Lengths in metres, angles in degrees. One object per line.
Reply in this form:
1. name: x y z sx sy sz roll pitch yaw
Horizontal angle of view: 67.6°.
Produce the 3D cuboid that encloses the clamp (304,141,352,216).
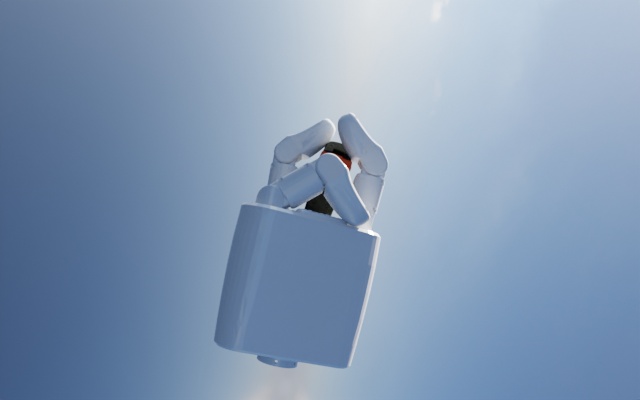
1. clamp: 0.001 0.002 0.464 0.039 0.120 0.171 12 -8 1
